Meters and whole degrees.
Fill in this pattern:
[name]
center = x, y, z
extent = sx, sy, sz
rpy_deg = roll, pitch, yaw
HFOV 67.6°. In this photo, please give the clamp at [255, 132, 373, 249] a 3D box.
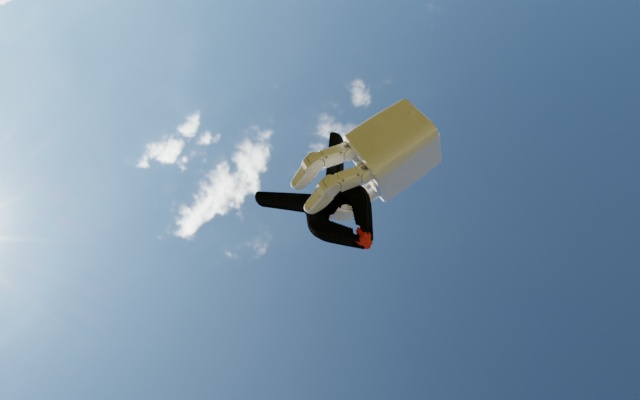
[clamp]
center = 0.001, 0.003, 0.678
extent = 0.164, 0.209, 0.036
rpy_deg = -35, -44, 2
